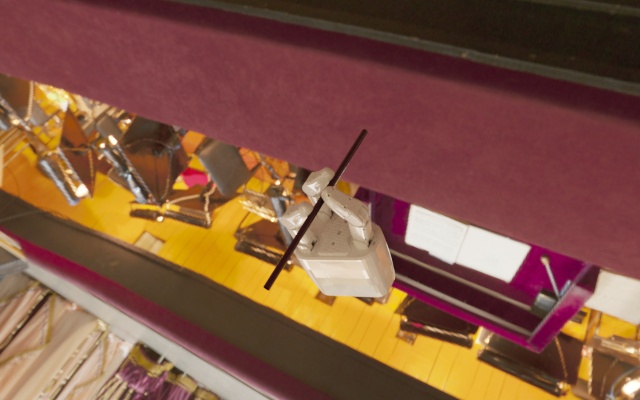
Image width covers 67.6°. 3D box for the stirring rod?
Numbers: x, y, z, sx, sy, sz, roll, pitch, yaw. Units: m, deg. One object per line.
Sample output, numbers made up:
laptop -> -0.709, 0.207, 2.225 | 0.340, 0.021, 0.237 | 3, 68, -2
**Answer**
stirring rod -> 0.000, 0.002, 0.554 | 0.011, 0.239, 0.011 | 24, -29, 14
